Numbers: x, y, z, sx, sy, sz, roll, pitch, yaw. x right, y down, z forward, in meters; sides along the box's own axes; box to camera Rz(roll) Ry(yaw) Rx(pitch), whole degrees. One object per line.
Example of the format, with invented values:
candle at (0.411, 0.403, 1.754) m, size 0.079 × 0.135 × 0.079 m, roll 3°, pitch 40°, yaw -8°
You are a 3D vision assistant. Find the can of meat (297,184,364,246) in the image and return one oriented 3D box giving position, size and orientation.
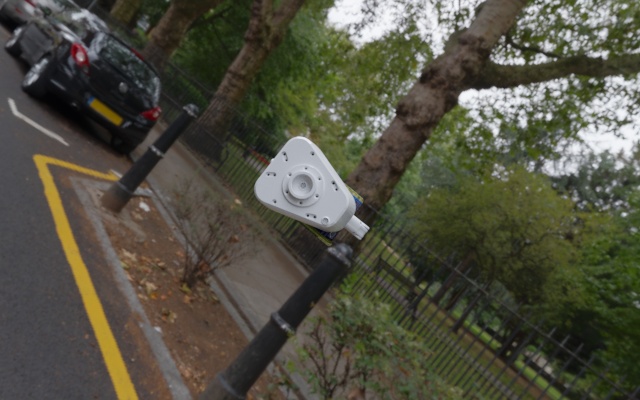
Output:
can of meat at (0.000, 0.002, 0.700) m, size 0.102 × 0.084 × 0.057 m, roll 39°, pitch 1°, yaw 11°
